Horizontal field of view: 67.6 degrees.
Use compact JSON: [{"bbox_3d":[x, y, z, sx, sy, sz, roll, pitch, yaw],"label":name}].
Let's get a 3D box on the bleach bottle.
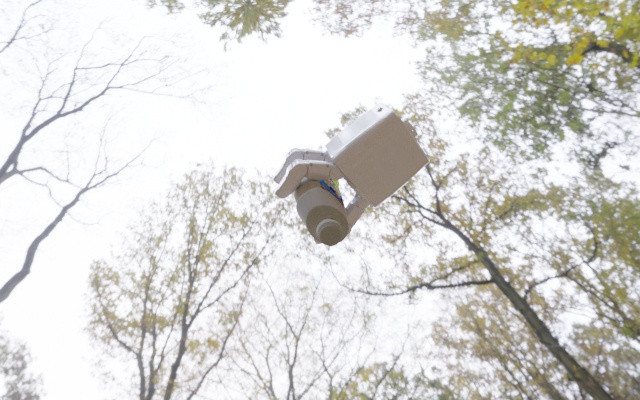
[{"bbox_3d":[0.000,0.002,0.695,0.068,0.102,0.250,-38,22,7],"label":"bleach bottle"}]
